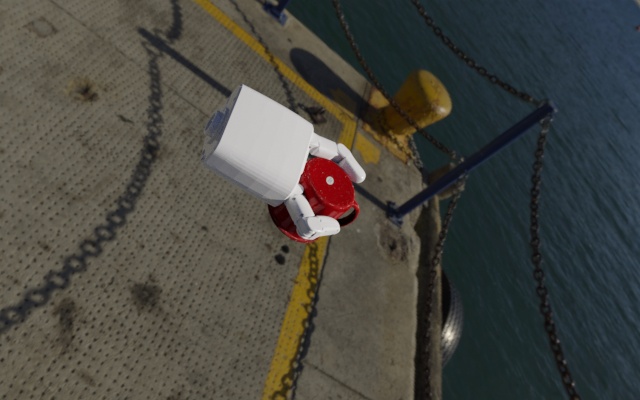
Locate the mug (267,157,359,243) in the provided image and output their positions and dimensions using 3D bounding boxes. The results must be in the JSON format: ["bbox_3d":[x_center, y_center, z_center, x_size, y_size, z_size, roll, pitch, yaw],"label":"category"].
[{"bbox_3d":[0.001,0.003,0.634,0.117,0.093,0.081,28,-47,-25],"label":"mug"}]
